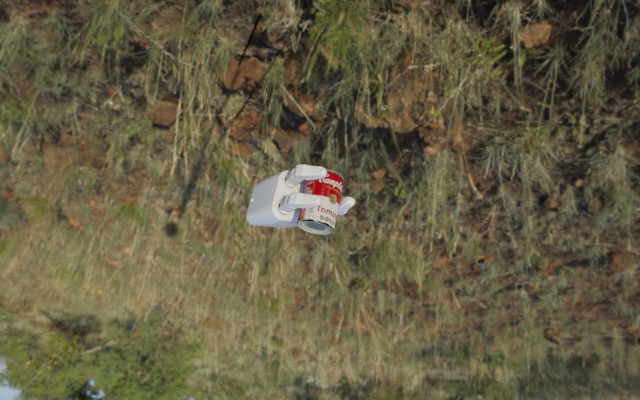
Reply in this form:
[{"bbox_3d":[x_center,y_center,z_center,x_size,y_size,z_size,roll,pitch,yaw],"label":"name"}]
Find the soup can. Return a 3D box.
[{"bbox_3d":[0.000,0.003,0.860,0.068,0.102,0.068,10,-22,4],"label":"soup can"}]
